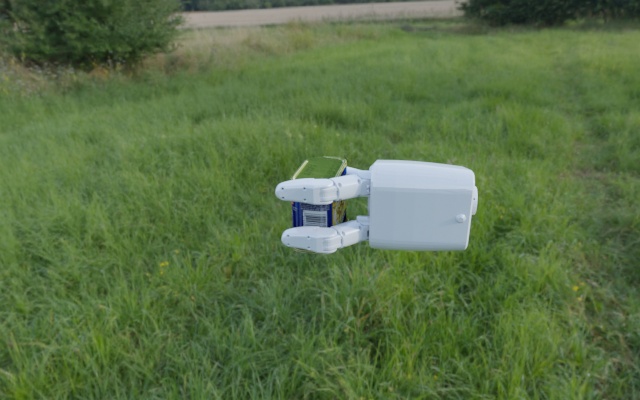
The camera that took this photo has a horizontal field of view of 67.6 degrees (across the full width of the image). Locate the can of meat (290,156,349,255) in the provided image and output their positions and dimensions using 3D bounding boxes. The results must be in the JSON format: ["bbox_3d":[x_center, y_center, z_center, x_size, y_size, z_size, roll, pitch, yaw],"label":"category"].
[{"bbox_3d":[0.000,0.002,0.564,0.057,0.084,0.102,5,25,12],"label":"can of meat"}]
